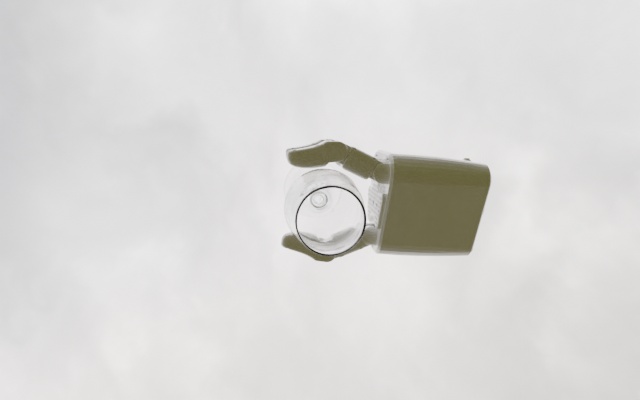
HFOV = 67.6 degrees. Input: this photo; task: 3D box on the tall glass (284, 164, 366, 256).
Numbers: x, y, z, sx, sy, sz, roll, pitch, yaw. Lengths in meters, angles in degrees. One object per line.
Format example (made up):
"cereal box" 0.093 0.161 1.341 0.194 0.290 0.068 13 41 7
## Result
"tall glass" 0.000 0.002 0.504 0.079 0.079 0.201 0 9 -5
